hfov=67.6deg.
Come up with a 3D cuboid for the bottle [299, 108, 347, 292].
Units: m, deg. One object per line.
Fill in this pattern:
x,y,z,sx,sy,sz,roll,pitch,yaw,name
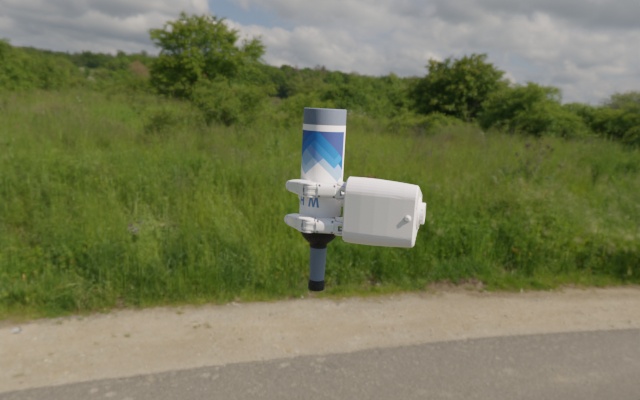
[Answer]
0.000,0.002,0.766,0.069,0.296,0.069,3,11,-1,bottle
